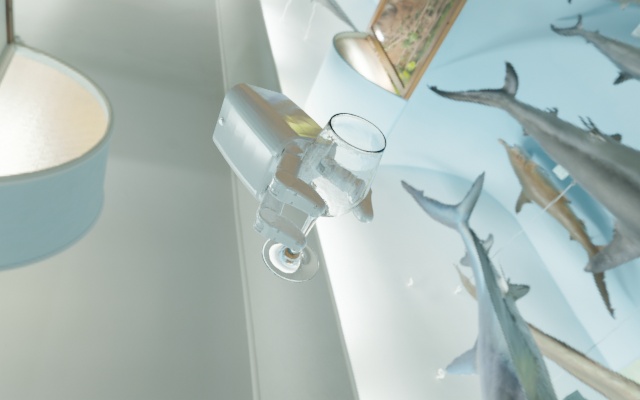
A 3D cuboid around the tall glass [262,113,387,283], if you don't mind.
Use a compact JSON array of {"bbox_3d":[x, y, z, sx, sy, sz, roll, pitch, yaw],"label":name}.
[{"bbox_3d":[0.000,0.002,0.527,0.079,0.079,0.201,0,-44,-32],"label":"tall glass"}]
